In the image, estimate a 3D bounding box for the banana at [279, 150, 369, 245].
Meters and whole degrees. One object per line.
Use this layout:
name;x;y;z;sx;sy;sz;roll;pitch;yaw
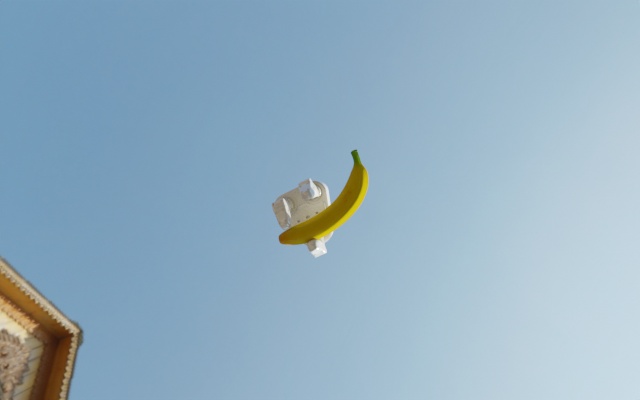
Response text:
banana;0.017;0.012;0.777;0.069;0.198;0.037;40;9;-1
